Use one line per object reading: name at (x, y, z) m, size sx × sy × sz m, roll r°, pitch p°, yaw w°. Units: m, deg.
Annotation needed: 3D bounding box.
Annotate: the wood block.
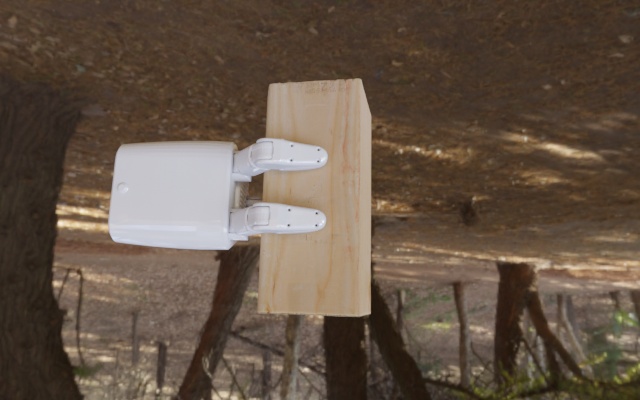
wood block at (0.000, 0.002, 0.452) m, size 0.090 × 0.206 × 0.091 m, roll -1°, pitch -12°, yaw 11°
